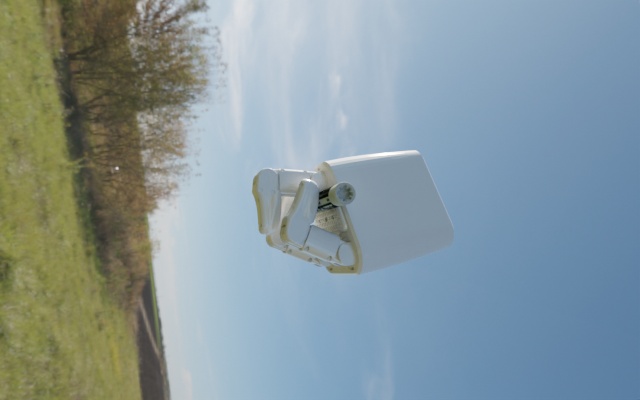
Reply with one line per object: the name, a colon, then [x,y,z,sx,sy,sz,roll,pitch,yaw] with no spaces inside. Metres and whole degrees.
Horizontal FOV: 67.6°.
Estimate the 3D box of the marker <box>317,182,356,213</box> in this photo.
marker: [0.000,0.001,0.444,0.020,0.020,0.121,0,-7,-20]
